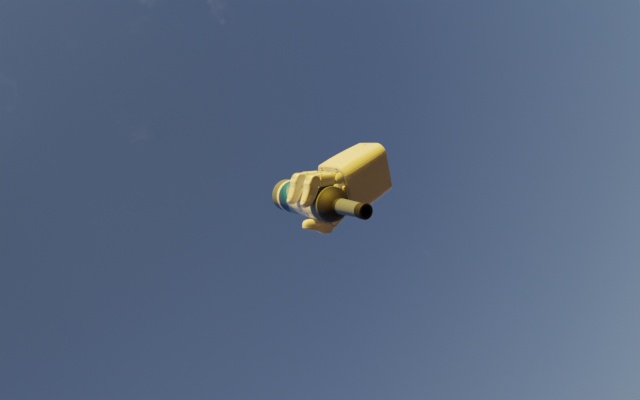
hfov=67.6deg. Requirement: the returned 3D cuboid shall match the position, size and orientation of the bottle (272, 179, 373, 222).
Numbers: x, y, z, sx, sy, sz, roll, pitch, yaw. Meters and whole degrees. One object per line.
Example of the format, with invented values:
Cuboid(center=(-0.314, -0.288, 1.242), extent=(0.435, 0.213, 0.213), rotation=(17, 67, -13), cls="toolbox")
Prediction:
Cuboid(center=(0.000, 0.003, 0.893), extent=(0.069, 0.069, 0.295), rotation=(0, 6, -30), cls="bottle")
